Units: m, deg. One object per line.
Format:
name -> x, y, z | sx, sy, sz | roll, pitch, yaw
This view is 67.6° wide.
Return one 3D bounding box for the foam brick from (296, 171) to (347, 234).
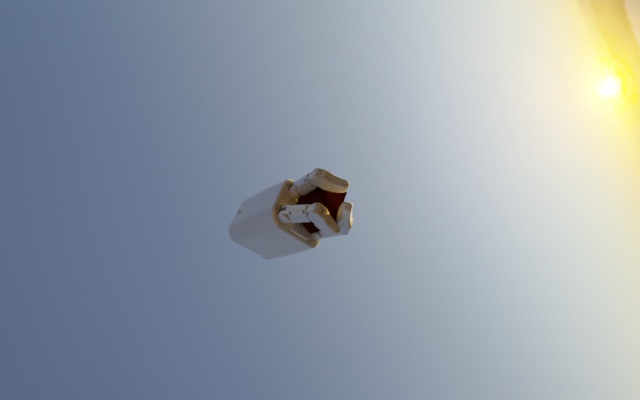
foam brick -> 0.000, 0.002, 0.752 | 0.051, 0.053, 0.078 | -20, 33, 34
